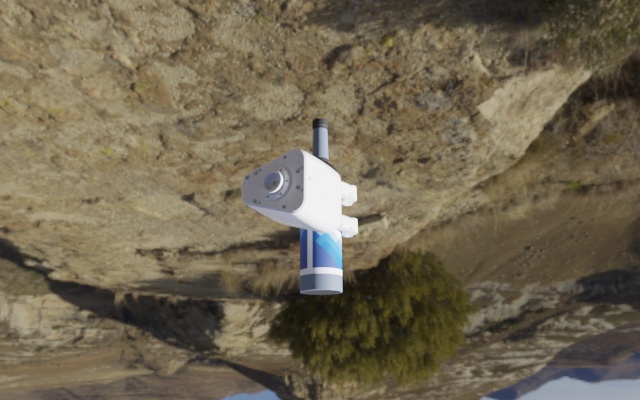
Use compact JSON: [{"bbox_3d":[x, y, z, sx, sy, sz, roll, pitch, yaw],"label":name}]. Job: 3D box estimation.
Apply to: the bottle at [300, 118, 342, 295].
[{"bbox_3d":[0.000,0.003,0.786,0.069,0.295,0.069,0,-18,0],"label":"bottle"}]
